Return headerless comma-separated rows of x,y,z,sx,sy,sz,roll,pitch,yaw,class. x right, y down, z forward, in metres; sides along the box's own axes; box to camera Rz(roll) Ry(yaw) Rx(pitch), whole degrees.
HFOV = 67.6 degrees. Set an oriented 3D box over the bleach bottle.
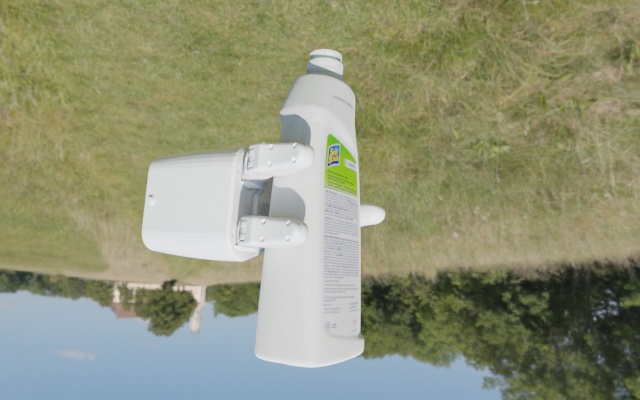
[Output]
0.000,0.001,0.400,0.068,0.251,0.102,0,-9,27,bleach bottle
